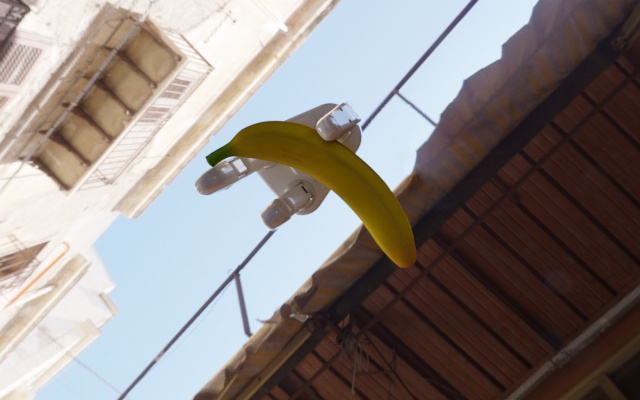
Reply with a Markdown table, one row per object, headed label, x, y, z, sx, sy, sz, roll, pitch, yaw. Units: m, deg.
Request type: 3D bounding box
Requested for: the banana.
| label | x | y | z | sx | sy | sz | roll | pitch | yaw |
| --- | --- | --- | --- | --- | --- | --- | --- | --- | --- |
| banana | 0.006 | -0.017 | 0.408 | 0.198 | 0.069 | 0.037 | 28 | 8 | 0 |
